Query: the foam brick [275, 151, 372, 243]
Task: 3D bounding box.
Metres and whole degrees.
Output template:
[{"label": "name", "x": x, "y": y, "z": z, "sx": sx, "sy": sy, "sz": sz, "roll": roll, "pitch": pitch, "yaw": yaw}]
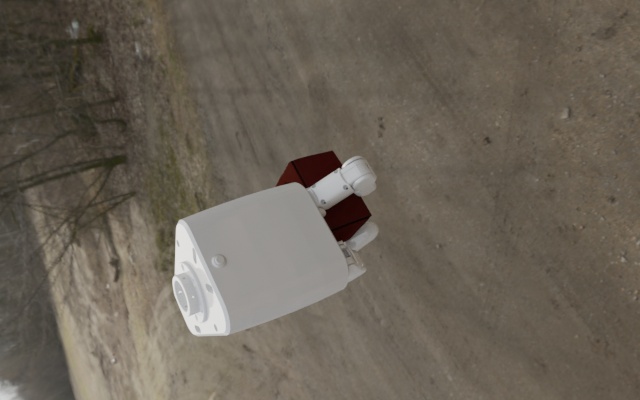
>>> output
[{"label": "foam brick", "x": 0.000, "y": 0.001, "z": 0.449, "sx": 0.051, "sy": 0.078, "sz": 0.053, "roll": -17, "pitch": -22, "yaw": -33}]
